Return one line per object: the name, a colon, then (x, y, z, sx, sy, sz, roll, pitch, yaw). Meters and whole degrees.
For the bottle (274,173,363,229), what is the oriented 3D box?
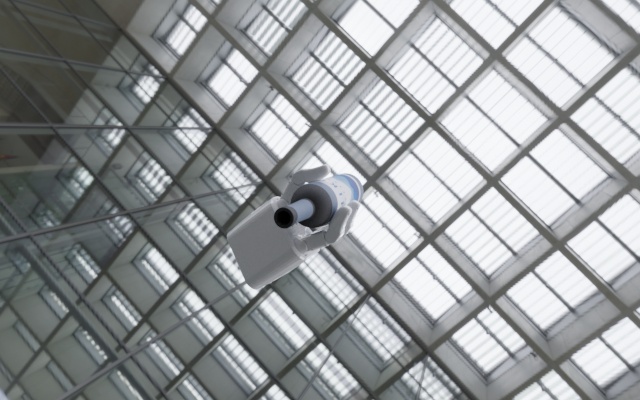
bottle: (0.000, 0.002, 0.735, 0.069, 0.069, 0.295, 0, 8, 19)
